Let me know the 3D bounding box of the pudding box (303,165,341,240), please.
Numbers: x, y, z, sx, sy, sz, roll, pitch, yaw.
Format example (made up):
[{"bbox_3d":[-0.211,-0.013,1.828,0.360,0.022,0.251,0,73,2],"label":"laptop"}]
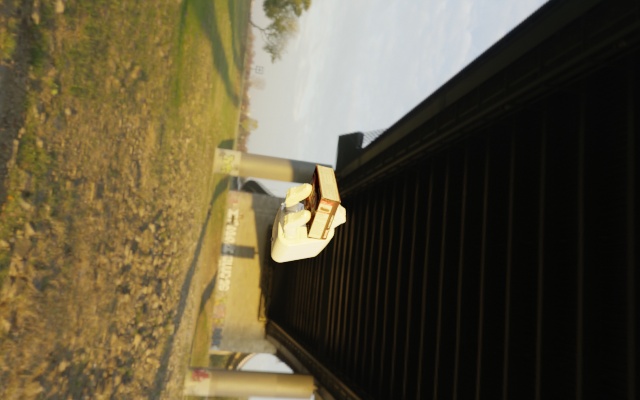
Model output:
[{"bbox_3d":[0.000,0.003,0.858,0.039,0.090,0.113,9,33,-15],"label":"pudding box"}]
